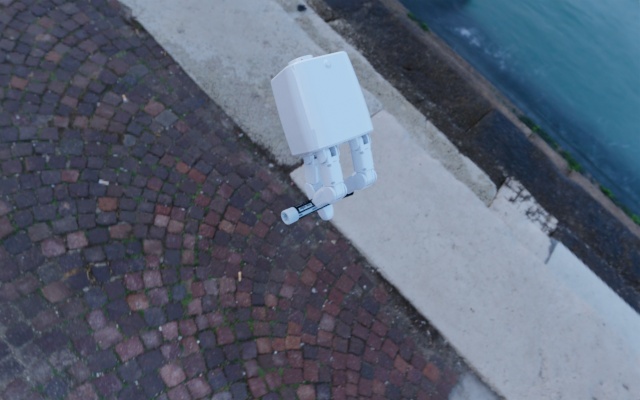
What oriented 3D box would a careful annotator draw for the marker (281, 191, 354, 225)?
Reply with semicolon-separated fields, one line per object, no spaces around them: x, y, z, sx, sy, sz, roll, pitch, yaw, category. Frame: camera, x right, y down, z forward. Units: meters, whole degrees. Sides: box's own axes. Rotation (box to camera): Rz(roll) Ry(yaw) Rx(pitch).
0.000;0.002;0.647;0.121;0.020;0.020;-24;14;-34;marker
